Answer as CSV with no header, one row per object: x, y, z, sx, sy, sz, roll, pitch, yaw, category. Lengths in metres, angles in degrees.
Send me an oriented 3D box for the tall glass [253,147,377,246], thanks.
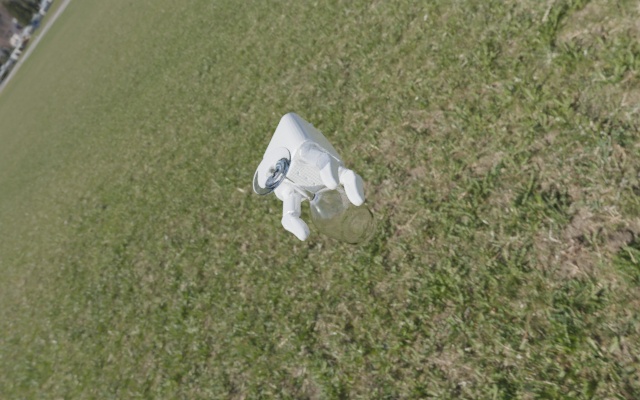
0.000,0.002,0.705,0.201,0.079,0.079,33,-21,-37,tall glass
